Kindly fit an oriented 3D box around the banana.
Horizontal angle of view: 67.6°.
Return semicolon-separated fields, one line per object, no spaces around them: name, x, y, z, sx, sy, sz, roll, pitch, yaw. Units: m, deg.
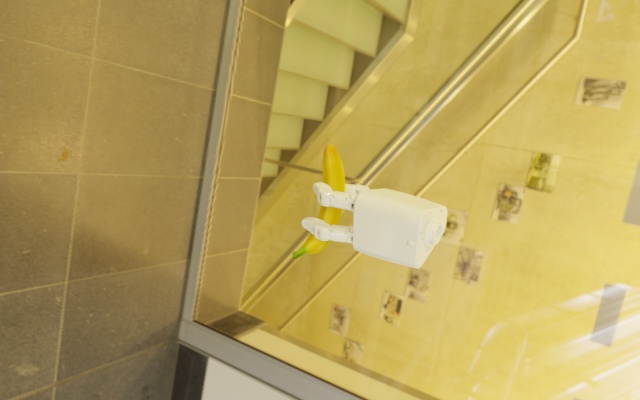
banana;0.010;0.008;0.805;0.037;0.198;0.069;19;5;37
